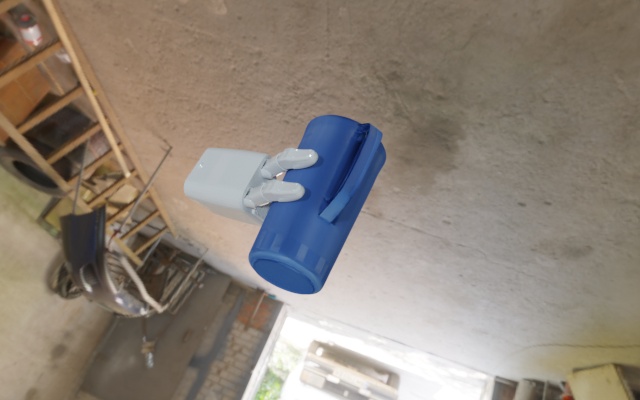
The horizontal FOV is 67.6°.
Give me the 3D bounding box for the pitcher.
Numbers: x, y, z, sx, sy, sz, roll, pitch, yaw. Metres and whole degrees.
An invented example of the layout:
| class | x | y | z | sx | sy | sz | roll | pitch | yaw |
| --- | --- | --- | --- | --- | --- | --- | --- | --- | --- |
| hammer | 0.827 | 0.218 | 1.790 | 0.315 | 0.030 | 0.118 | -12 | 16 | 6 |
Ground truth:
| class | x | y | z | sx | sy | sz | roll | pitch | yaw |
| --- | --- | --- | --- | --- | --- | --- | --- | --- | --- |
| pitcher | 0.000 | 0.002 | 0.674 | 0.145 | 0.242 | 0.149 | 12 | -32 | 23 |
